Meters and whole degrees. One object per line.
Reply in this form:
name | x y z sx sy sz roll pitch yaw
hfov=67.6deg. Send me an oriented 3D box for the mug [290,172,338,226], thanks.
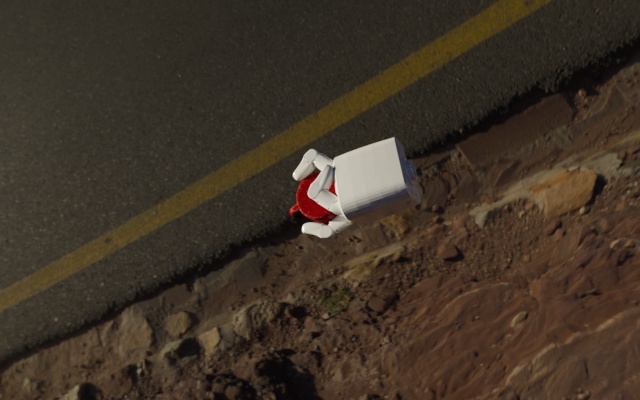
mug | -0.001 0.003 0.821 0.117 0.093 0.081 -21 -19 19
